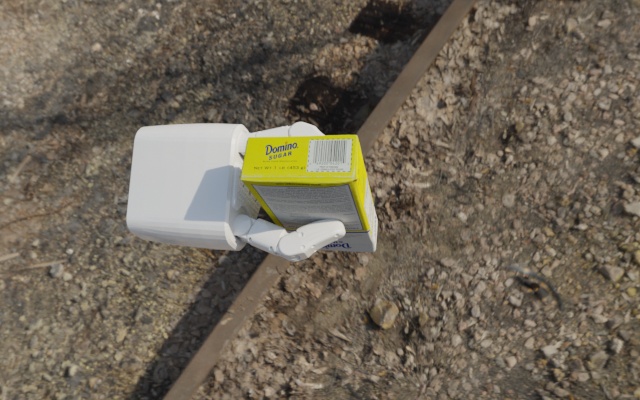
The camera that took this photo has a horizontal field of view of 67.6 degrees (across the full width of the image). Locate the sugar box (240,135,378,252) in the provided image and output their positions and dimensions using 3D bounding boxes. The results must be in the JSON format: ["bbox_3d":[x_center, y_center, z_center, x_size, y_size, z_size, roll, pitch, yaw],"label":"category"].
[{"bbox_3d":[0.000,0.001,0.446,0.093,0.048,0.176,1,-21,12],"label":"sugar box"}]
